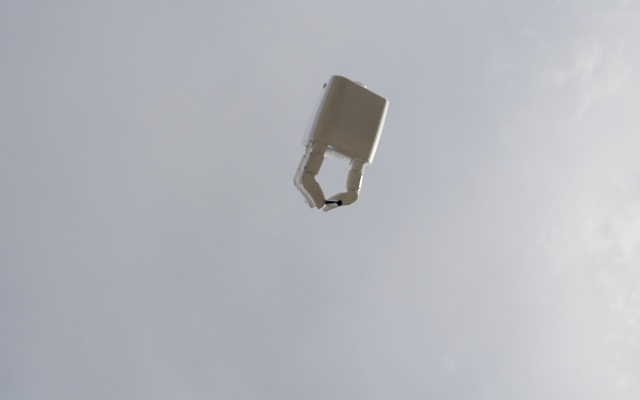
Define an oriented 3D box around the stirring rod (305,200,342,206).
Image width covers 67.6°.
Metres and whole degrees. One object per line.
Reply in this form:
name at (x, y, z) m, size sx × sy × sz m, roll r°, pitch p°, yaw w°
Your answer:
stirring rod at (0.000, 0.002, 0.758) m, size 0.011 × 0.011 × 0.239 m, roll 0°, pitch 0°, yaw -12°
